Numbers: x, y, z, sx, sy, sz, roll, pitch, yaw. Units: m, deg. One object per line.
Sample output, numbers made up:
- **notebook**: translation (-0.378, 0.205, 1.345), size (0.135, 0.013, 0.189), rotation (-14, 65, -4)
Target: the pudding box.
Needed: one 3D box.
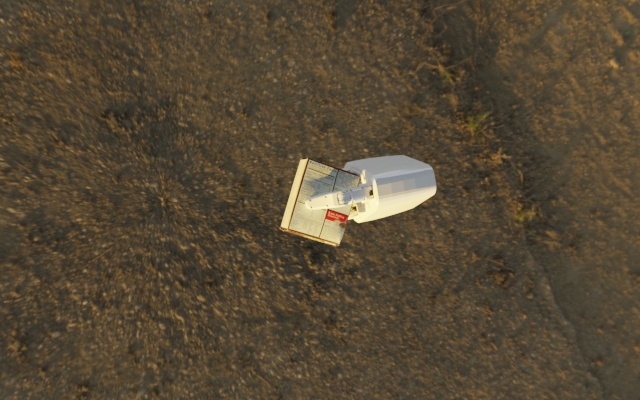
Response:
- **pudding box**: translation (0.000, 0.002, 0.709), size (0.090, 0.113, 0.039), rotation (18, -6, -19)
